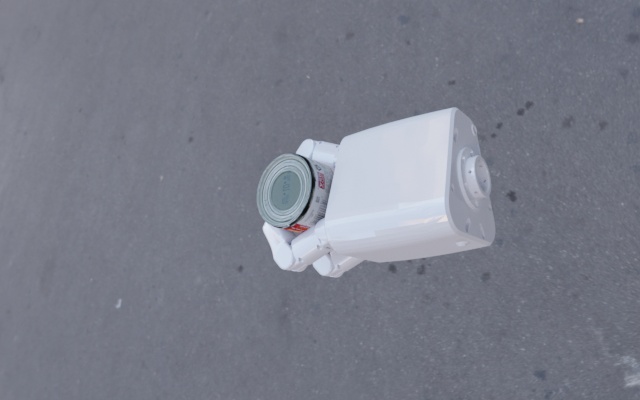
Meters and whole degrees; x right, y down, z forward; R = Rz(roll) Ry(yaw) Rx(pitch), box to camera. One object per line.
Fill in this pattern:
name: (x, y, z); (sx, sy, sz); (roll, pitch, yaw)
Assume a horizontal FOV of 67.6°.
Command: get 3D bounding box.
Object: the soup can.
soup can: (-0.001, 0.001, 0.444); (0.068, 0.068, 0.102); (0, -12, 40)
